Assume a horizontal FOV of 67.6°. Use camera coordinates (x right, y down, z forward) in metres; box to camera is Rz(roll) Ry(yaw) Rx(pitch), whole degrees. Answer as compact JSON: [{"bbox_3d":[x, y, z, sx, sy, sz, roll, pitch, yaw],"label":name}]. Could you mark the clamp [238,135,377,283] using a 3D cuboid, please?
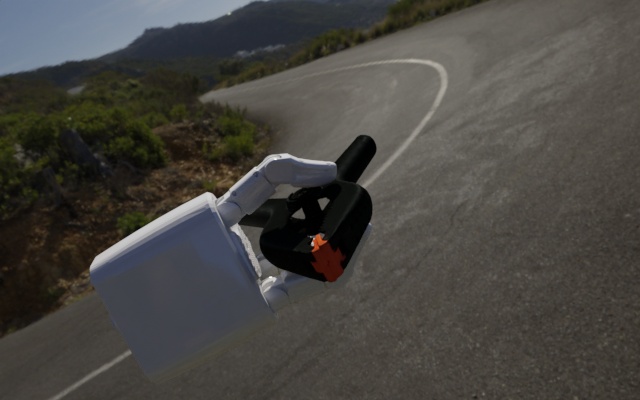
[{"bbox_3d":[0.000,0.001,0.405,0.164,0.036,0.210,-31,20,-4],"label":"clamp"}]
